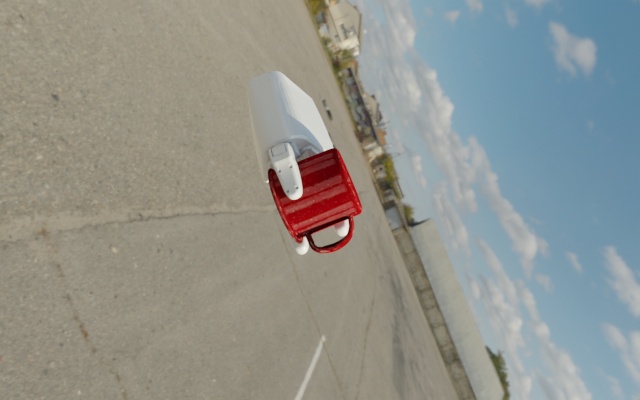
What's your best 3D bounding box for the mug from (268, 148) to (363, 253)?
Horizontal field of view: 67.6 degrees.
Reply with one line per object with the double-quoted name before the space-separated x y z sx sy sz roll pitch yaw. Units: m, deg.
"mug" 0.001 0.003 0.536 0.081 0.117 0.093 -22 -24 7
